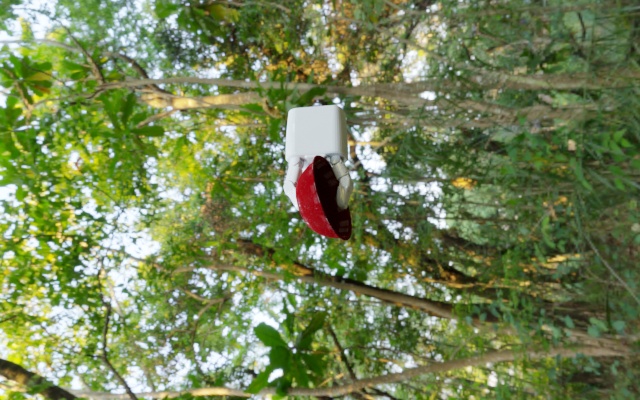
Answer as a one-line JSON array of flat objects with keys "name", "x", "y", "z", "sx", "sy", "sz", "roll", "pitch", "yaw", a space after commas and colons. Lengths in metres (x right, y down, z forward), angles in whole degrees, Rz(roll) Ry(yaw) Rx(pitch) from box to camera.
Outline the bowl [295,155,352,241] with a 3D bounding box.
[{"name": "bowl", "x": 0.000, "y": 0.004, "z": 0.860, "sx": 0.055, "sy": 0.162, "sz": 0.162, "roll": -20, "pitch": -7, "yaw": 18}]
